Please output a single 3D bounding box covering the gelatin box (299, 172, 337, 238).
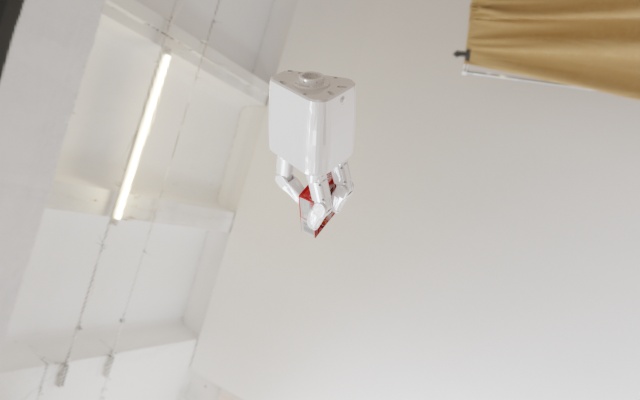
[{"bbox_3d":[0.000,0.002,0.730,0.030,0.089,0.073,25,54,22],"label":"gelatin box"}]
